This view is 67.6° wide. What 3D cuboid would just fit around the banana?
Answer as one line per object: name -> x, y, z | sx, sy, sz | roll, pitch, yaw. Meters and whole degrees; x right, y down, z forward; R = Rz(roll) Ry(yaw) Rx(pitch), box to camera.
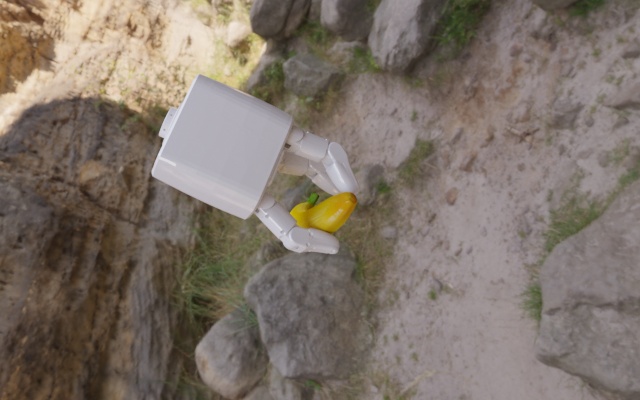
banana -> -0.009, 0.018, 0.567 | 0.037, 0.069, 0.198 | 27, -5, -13
